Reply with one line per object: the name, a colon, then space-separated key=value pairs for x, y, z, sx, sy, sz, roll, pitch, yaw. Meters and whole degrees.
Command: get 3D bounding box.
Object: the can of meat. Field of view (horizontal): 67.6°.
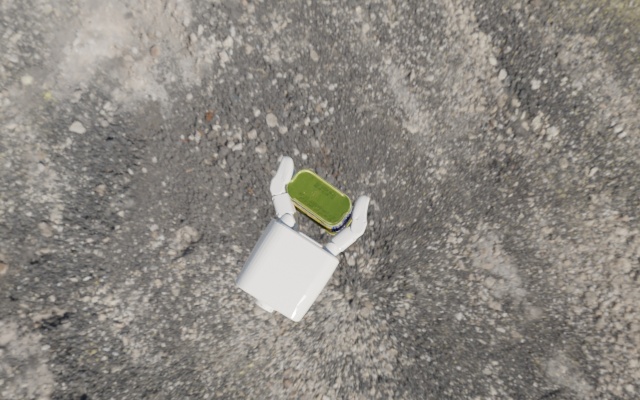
can of meat: x=0.000 y=0.002 z=0.714 sx=0.102 sy=0.057 sz=0.084 roll=35 pitch=-6 yaw=10
